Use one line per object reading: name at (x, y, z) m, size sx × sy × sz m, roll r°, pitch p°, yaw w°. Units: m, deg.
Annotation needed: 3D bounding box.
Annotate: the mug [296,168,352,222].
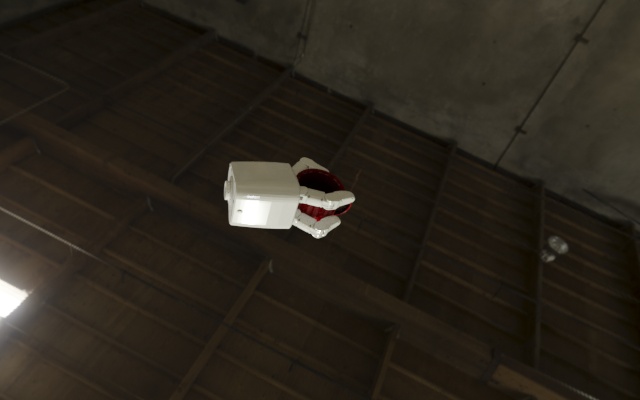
mug at (0.001, 0.003, 0.875) m, size 0.117 × 0.093 × 0.082 m, roll 3°, pitch -45°, yaw -18°
